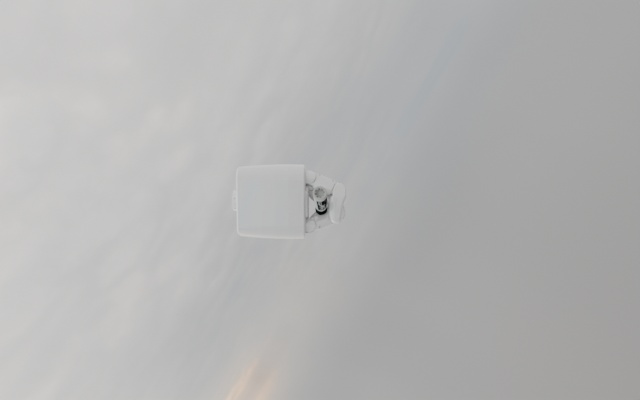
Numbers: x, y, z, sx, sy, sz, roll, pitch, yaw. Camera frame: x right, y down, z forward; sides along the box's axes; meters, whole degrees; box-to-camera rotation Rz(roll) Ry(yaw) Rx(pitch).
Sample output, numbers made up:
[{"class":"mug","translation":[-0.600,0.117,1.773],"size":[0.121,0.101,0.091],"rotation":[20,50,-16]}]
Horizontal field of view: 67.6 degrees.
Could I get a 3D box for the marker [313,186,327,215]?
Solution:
[{"class":"marker","translation":[0.000,0.002,0.686],"size":[0.020,0.020,0.121],"rotation":[0,-12,1]}]
